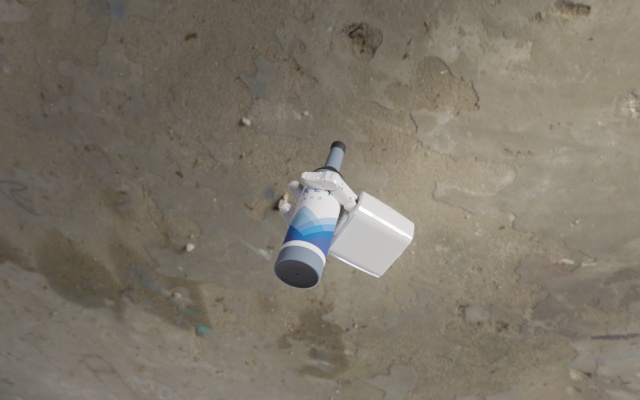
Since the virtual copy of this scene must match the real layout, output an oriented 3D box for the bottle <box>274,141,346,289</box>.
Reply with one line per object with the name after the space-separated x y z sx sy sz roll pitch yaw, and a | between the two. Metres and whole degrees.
0.000 0.003 0.762 0.069 0.069 0.295 0 43 18 | bottle
